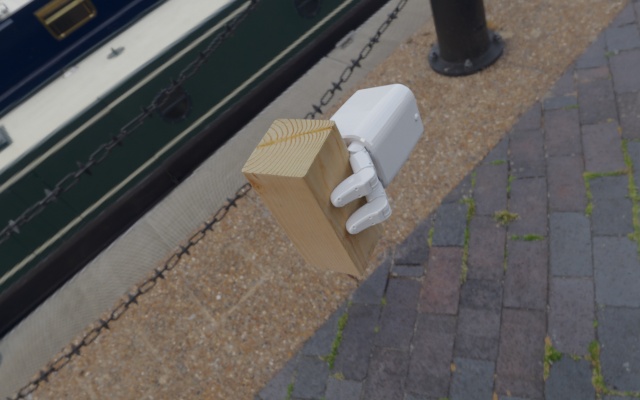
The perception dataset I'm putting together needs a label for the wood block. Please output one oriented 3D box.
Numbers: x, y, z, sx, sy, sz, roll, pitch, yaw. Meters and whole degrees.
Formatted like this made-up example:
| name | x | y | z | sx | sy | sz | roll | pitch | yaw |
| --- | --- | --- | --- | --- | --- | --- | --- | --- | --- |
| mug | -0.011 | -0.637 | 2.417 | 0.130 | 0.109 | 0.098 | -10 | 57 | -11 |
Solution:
| name | x | y | z | sx | sy | sz | roll | pitch | yaw |
| --- | --- | --- | --- | --- | --- | --- | --- | --- | --- |
| wood block | 0.000 | 0.002 | 0.615 | 0.091 | 0.090 | 0.206 | 8 | -34 | 33 |
